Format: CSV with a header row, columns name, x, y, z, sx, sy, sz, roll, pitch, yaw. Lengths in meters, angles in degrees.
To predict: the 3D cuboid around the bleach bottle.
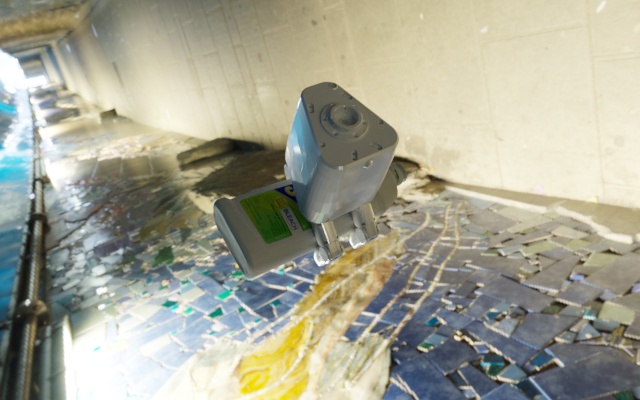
name,x,y,z,sx,sy,sz,roll,pitch,yaw
bleach bottle,0.000,0.002,0.606,0.251,0.102,0.068,-24,-22,-24
